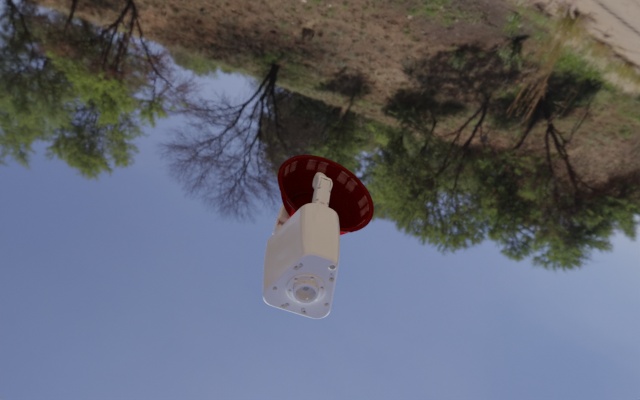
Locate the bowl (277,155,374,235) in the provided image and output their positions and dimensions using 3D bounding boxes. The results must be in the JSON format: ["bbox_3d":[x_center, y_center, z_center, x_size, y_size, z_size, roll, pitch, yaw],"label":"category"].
[{"bbox_3d":[0.000,0.002,0.750,0.162,0.162,0.055,0,-42,-32],"label":"bowl"}]
